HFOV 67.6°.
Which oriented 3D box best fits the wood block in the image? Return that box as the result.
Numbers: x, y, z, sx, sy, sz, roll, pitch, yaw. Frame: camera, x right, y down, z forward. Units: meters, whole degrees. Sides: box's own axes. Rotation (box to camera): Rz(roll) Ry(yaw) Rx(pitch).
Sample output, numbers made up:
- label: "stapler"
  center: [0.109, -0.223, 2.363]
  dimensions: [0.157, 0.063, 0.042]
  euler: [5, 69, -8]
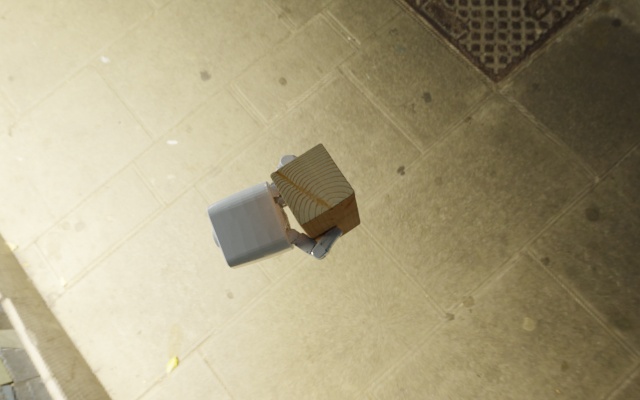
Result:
- label: "wood block"
  center: [0.000, 0.003, 0.756]
  dimensions: [0.090, 0.090, 0.206]
  euler: [-32, -16, -2]
